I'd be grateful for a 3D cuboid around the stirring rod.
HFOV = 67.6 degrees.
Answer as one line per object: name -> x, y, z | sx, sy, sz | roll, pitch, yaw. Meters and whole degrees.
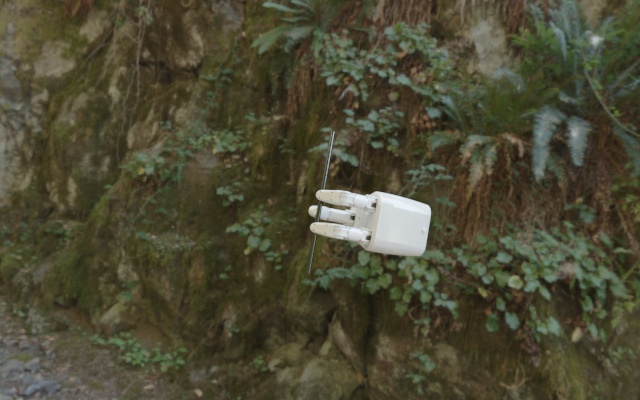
stirring rod -> 0.000, 0.003, 0.798 | 0.011, 0.239, 0.011 | 10, -3, 1
